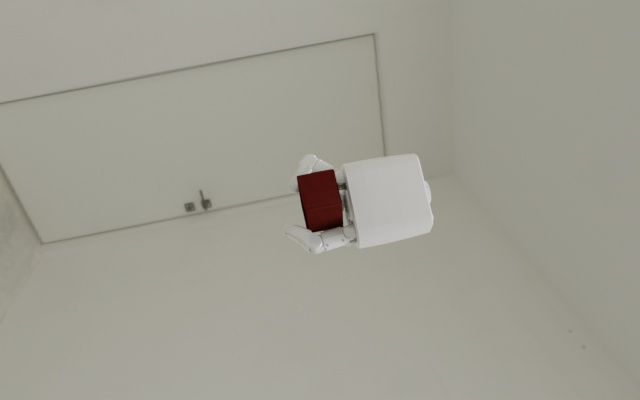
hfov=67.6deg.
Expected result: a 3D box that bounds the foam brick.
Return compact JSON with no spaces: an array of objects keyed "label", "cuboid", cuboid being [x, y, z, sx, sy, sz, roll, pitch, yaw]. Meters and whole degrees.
[{"label":"foam brick","cuboid":[0.000,0.002,0.639,0.051,0.053,0.078,-11,-27,-1]}]
